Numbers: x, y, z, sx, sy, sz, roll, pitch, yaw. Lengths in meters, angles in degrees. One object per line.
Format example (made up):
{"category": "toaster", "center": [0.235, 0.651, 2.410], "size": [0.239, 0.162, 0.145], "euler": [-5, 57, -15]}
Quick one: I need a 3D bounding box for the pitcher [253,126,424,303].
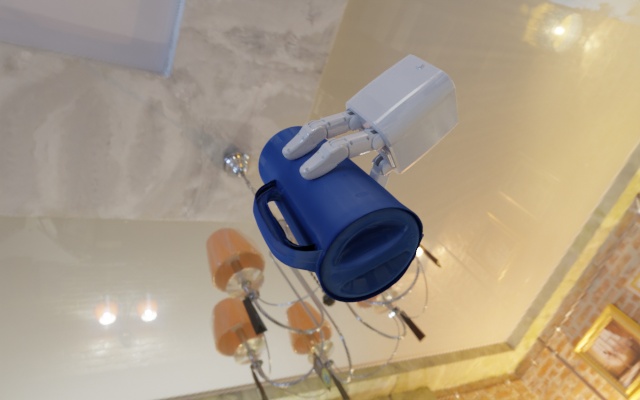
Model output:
{"category": "pitcher", "center": [0.000, 0.002, 0.602], "size": [0.149, 0.145, 0.242], "euler": [48, 2, -44]}
